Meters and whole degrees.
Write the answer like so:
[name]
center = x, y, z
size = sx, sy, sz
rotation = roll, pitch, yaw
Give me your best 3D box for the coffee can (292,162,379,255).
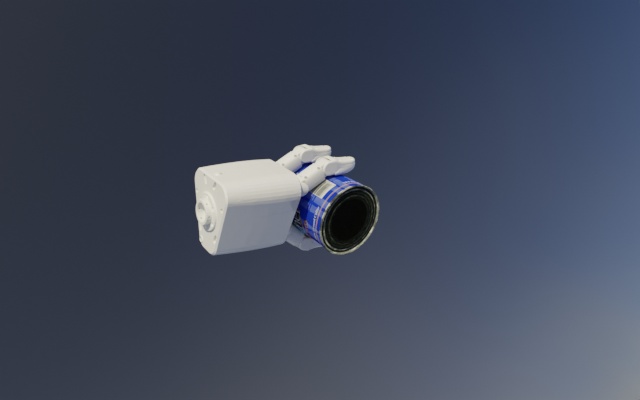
[coffee can]
center = 0.000, 0.002, 0.691
size = 0.103, 0.103, 0.140
rotation = 0, 21, -40
